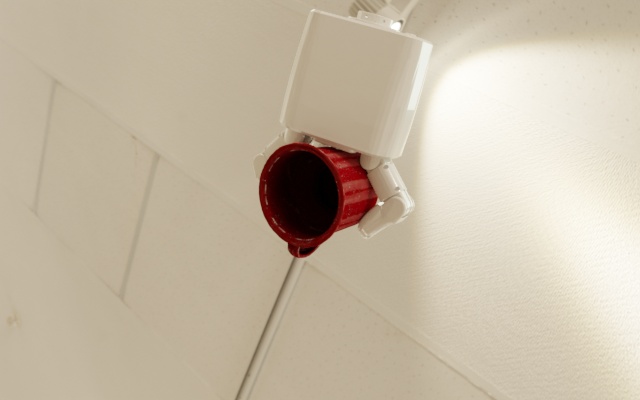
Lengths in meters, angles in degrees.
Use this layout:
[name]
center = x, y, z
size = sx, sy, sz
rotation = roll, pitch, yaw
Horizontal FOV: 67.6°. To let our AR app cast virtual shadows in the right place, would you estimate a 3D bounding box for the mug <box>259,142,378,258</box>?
[mug]
center = 0.000, 0.003, 0.455
size = 0.093, 0.117, 0.081
rotation = 25, 21, 28
